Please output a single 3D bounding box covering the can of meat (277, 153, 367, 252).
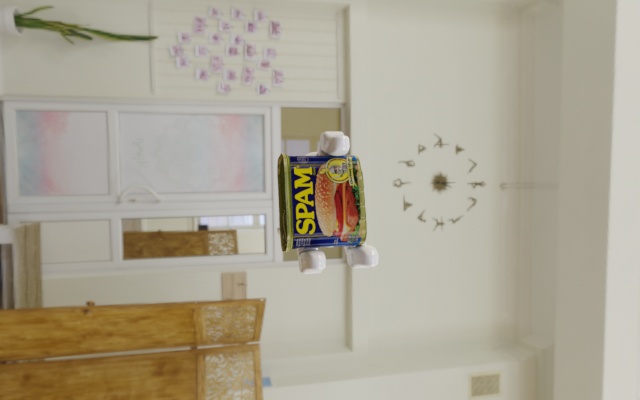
[{"bbox_3d":[0.000,0.002,0.507,0.084,0.102,0.057,-2,-7,-12],"label":"can of meat"}]
